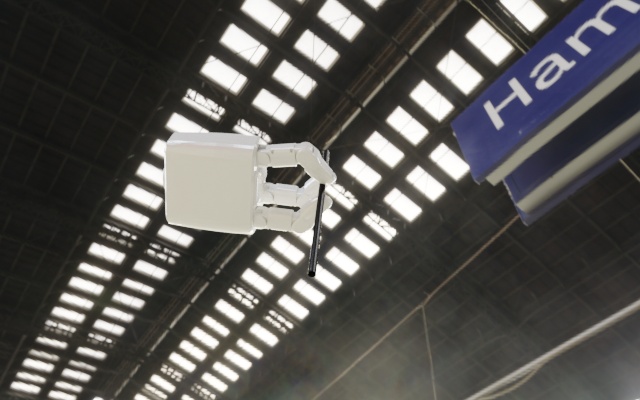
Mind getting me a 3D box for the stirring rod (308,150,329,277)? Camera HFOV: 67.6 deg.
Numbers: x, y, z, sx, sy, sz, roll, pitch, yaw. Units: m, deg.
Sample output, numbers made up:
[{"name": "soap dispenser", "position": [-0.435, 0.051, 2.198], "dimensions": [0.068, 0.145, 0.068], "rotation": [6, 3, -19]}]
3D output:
[{"name": "stirring rod", "position": [0.000, 0.002, 0.543], "dimensions": [0.011, 0.011, 0.239], "rotation": [0, 34, 5]}]
